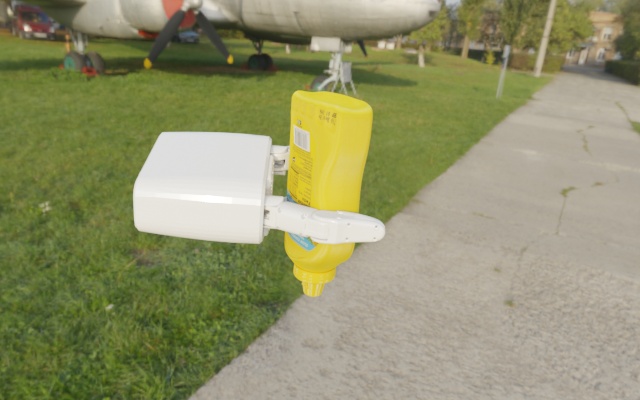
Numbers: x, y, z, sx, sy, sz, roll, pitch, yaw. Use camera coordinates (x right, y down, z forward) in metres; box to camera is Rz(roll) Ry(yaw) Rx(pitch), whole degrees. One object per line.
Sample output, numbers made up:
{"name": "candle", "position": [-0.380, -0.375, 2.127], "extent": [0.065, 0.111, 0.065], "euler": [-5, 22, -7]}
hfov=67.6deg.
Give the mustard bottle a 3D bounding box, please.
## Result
{"name": "mustard bottle", "position": [0.000, 0.001, 0.439], "extent": [0.058, 0.192, 0.096], "euler": [-5, 22, -28]}
